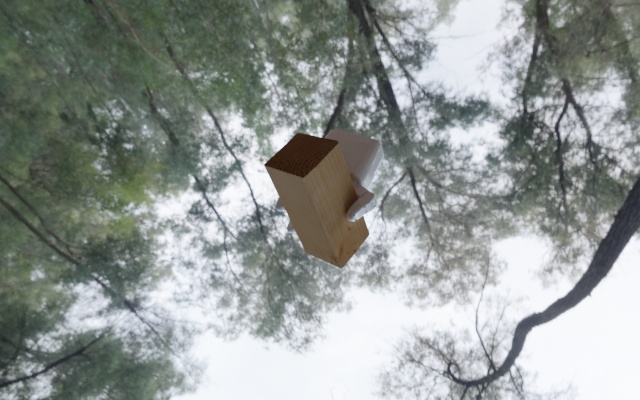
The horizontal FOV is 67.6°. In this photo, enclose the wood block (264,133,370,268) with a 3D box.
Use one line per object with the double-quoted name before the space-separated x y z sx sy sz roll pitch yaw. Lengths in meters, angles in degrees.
"wood block" 0.001 0.002 0.789 0.091 0.206 0.090 18 54 39
